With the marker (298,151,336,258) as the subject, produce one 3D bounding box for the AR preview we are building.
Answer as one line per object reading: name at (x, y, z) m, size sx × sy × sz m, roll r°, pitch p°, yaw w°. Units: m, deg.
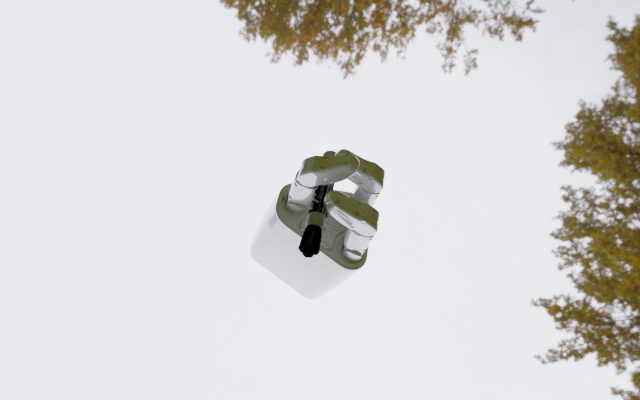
marker at (0.000, 0.001, 0.451) m, size 0.020 × 0.121 × 0.020 m, roll 8°, pitch -38°, yaw 7°
